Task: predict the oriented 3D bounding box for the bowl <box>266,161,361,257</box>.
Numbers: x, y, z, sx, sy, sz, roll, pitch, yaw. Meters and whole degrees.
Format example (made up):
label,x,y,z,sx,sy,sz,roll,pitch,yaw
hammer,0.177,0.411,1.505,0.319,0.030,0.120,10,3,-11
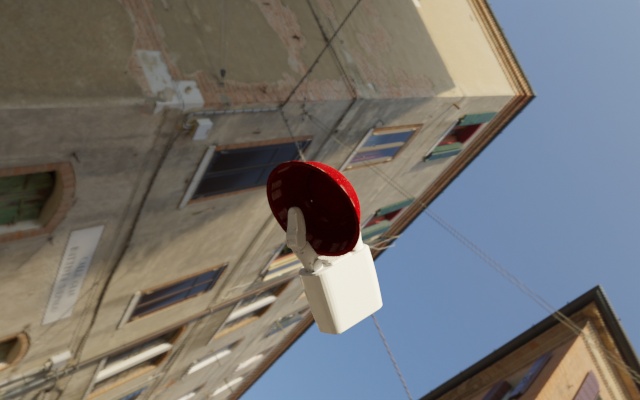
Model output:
label,x,y,z,sx,sy,sz,roll,pitch,yaw
bowl,0.000,0.001,0.698,0.162,0.162,0.055,0,32,40
